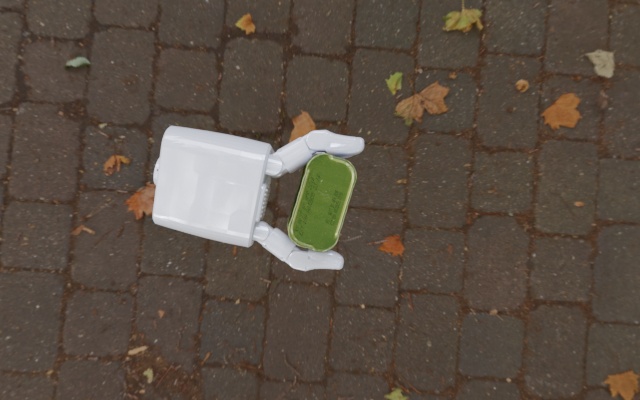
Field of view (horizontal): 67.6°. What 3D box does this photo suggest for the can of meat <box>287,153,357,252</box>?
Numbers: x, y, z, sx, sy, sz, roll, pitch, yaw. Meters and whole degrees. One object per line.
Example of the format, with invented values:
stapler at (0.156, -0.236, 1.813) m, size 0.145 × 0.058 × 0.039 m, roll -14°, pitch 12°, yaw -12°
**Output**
can of meat at (0.000, 0.002, 0.508) m, size 0.057 × 0.102 × 0.084 m, roll 16°, pitch 0°, yaw -2°
